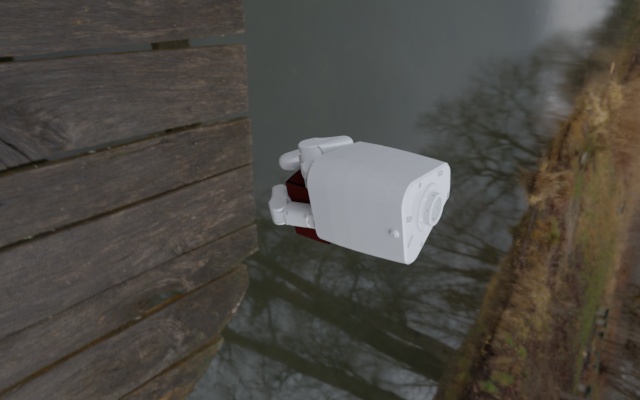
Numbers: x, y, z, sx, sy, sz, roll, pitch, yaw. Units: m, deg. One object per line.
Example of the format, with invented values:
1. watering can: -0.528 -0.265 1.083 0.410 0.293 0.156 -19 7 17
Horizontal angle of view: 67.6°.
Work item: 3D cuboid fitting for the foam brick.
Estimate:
1. foam brick: 0.000 0.002 0.554 0.051 0.078 0.053 16 43 32
